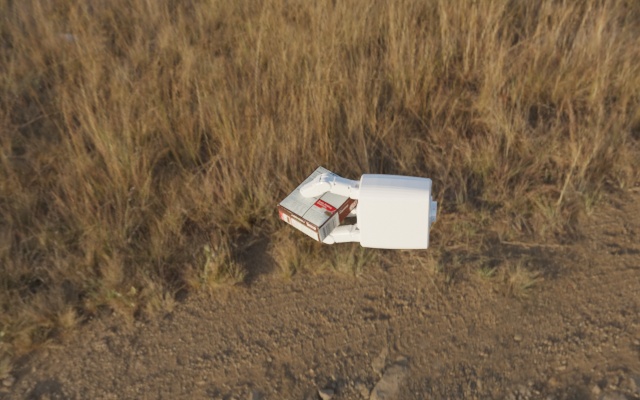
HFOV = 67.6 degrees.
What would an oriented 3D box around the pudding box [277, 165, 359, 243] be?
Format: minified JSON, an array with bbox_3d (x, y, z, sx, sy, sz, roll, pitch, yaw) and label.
[{"bbox_3d":[0.000,0.002,0.776,0.090,0.039,0.113,28,56,29],"label":"pudding box"}]
